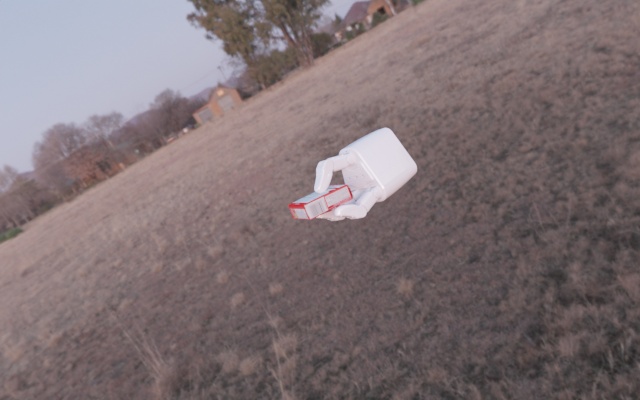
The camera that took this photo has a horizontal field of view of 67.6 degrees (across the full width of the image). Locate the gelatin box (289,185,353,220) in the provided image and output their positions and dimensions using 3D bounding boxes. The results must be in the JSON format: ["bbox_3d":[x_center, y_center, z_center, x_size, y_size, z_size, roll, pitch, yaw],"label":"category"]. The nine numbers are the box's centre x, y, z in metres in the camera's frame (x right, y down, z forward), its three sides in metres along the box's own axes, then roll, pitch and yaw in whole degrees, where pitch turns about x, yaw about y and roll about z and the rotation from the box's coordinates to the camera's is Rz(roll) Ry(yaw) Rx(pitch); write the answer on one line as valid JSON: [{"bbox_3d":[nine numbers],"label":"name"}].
[{"bbox_3d":[0.000,0.002,0.807,0.089,0.030,0.073,-26,10,-22],"label":"gelatin box"}]
